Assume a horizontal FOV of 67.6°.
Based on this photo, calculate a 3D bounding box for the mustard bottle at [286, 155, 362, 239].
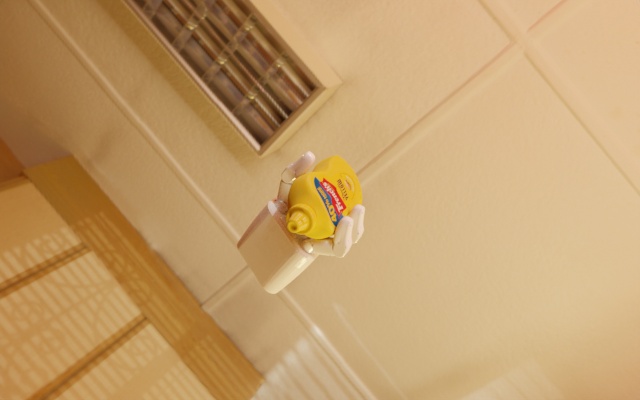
[{"bbox_3d":[0.000,0.002,0.697,0.058,0.096,0.191,-19,11,29],"label":"mustard bottle"}]
